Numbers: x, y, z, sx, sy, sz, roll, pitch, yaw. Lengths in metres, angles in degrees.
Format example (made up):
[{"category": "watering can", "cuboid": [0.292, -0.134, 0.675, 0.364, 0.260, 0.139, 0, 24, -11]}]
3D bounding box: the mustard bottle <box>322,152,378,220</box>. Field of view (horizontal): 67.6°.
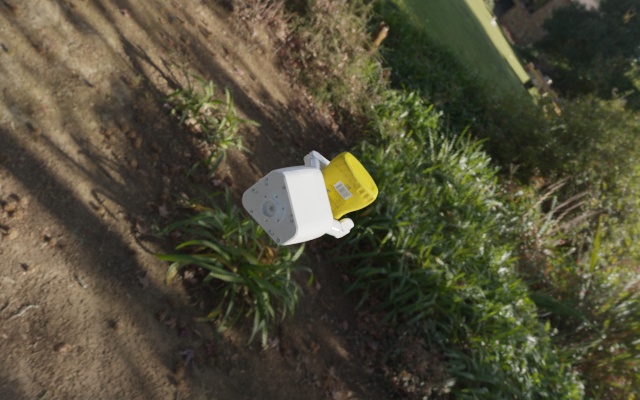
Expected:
[{"category": "mustard bottle", "cuboid": [0.000, 0.003, 0.846, 0.192, 0.096, 0.058, -34, 13, 28]}]
